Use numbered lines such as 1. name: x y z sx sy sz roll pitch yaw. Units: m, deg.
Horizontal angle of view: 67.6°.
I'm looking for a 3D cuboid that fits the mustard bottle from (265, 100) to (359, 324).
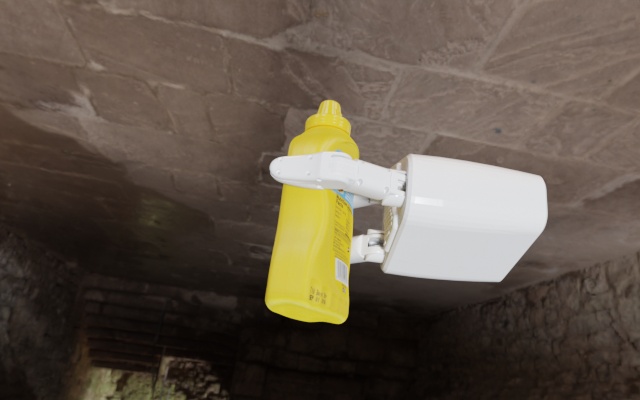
1. mustard bottle: 0.000 0.002 0.404 0.058 0.191 0.096 -2 -22 22
